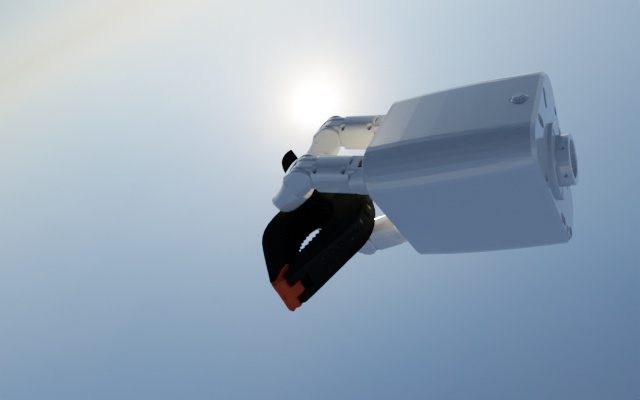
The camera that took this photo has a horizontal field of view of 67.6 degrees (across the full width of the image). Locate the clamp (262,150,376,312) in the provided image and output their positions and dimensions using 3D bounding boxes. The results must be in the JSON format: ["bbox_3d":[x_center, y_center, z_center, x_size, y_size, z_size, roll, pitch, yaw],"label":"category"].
[{"bbox_3d":[0.000,0.002,0.402,0.164,0.036,0.210,-8,35,36],"label":"clamp"}]
